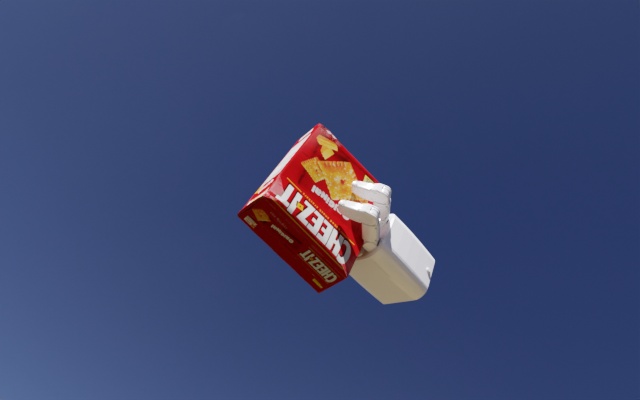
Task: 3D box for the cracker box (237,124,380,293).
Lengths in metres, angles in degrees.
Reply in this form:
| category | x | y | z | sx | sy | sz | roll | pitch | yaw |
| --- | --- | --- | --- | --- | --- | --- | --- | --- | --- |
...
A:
| category | x | y | z | sx | sy | sz | roll | pitch | yaw |
| --- | --- | --- | --- | --- | --- | --- | --- | --- | --- |
| cracker box | 0.000 | 0.002 | 0.717 | 0.072 | 0.164 | 0.213 | -35 | 15 | 39 |
